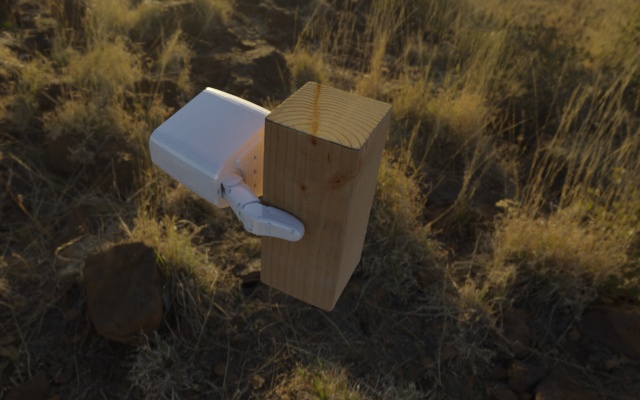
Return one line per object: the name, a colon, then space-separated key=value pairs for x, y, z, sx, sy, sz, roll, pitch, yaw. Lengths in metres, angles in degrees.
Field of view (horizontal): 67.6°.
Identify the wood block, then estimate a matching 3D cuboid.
wood block: x=0.000 y=0.002 z=0.484 sx=0.090 sy=0.206 sz=0.090 roll=21 pitch=41 yaw=16
